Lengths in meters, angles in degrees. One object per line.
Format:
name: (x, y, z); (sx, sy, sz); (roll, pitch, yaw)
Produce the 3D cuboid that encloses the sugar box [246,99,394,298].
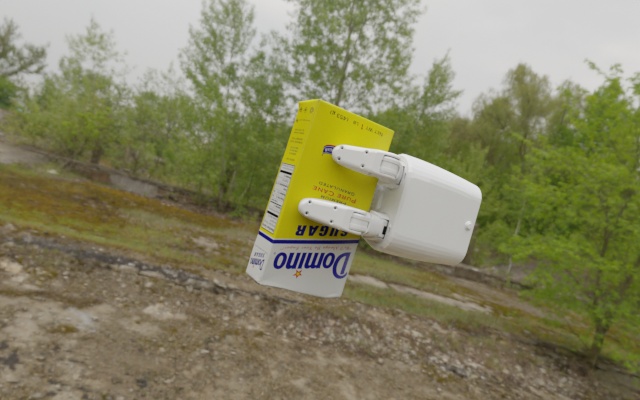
sugar box: (0.000, 0.002, 0.461); (0.093, 0.176, 0.048); (16, -1, -29)
